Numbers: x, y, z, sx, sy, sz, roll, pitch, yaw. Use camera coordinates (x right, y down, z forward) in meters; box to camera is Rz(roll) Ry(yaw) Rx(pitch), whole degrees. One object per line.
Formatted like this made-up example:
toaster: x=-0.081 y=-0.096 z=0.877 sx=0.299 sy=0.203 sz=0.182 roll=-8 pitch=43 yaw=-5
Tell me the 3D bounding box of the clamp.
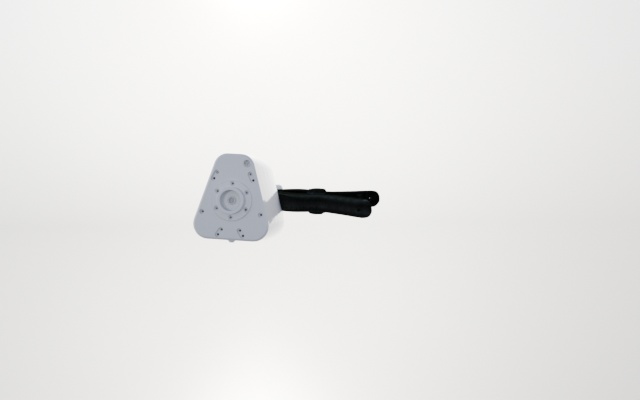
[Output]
clamp: x=0.000 y=0.002 z=0.670 sx=0.171 sy=0.039 sz=0.120 roll=-1 pitch=2 yaw=4
